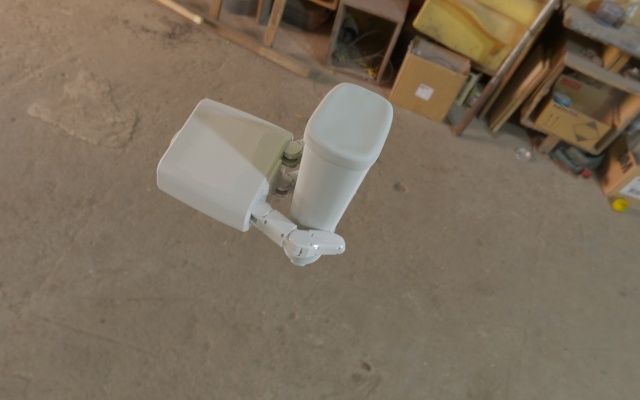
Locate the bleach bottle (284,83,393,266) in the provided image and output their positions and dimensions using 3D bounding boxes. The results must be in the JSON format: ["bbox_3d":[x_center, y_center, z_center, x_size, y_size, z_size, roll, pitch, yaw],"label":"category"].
[{"bbox_3d":[0.000,0.002,0.514,0.068,0.102,0.251,25,-41,3],"label":"bleach bottle"}]
